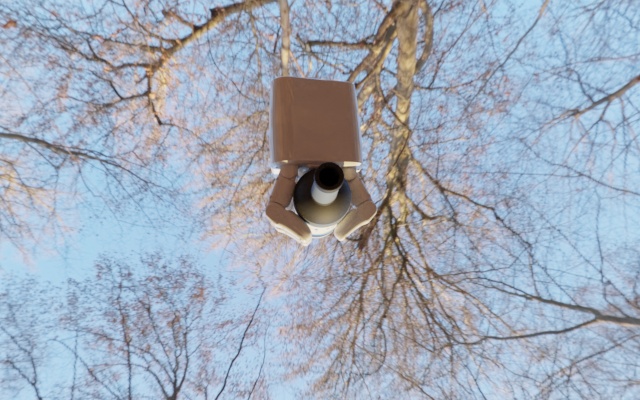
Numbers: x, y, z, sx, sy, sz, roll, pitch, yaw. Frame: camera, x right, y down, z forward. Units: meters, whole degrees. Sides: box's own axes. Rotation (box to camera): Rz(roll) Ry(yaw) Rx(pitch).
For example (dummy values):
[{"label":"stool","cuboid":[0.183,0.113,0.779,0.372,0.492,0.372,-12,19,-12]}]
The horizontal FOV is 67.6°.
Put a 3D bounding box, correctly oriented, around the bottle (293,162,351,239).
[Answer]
[{"label":"bottle","cuboid":[0.000,0.002,0.578,0.069,0.069,0.296,0,-9,-3]}]
